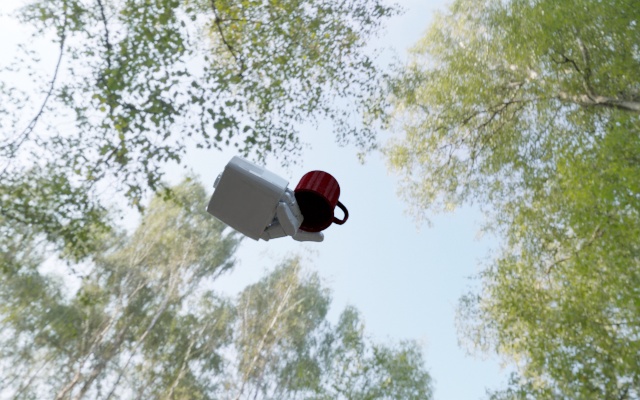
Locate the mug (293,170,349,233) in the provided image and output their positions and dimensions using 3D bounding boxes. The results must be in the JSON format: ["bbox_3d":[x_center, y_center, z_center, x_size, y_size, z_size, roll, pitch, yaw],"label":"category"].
[{"bbox_3d":[0.001,0.003,0.863,0.117,0.093,0.081,28,37,-2],"label":"mug"}]
